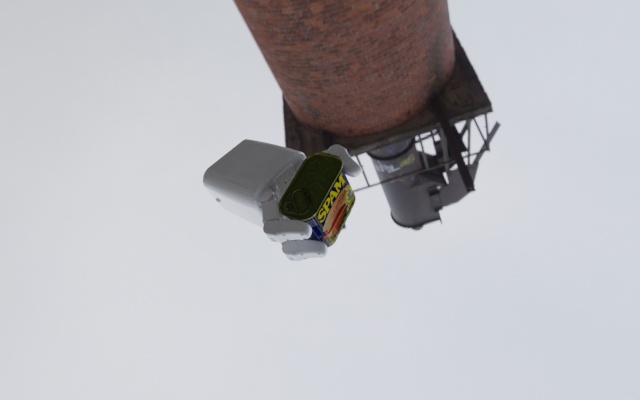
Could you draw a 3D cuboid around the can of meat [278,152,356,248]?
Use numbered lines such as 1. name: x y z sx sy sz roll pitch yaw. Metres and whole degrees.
1. can of meat: 0.000 0.002 0.634 0.057 0.102 0.084 16 -26 30
